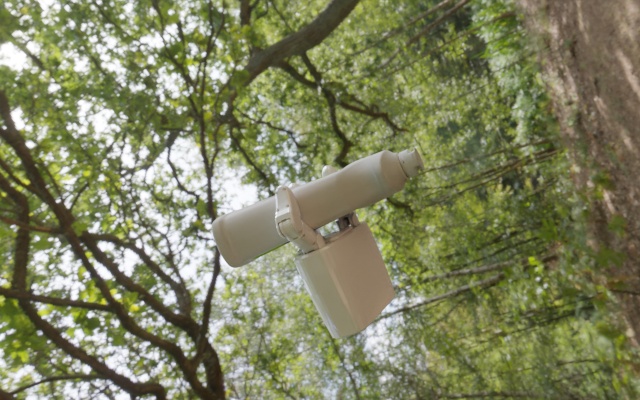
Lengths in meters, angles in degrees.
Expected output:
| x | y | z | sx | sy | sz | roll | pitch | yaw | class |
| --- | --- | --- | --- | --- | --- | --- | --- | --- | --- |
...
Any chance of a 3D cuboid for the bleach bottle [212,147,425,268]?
| x | y | z | sx | sy | sz | roll | pitch | yaw | class |
| --- | --- | --- | --- | --- | --- | --- | --- | --- | --- |
| 0.000 | 0.002 | 0.567 | 0.251 | 0.068 | 0.102 | -24 | 1 | 20 | bleach bottle |
